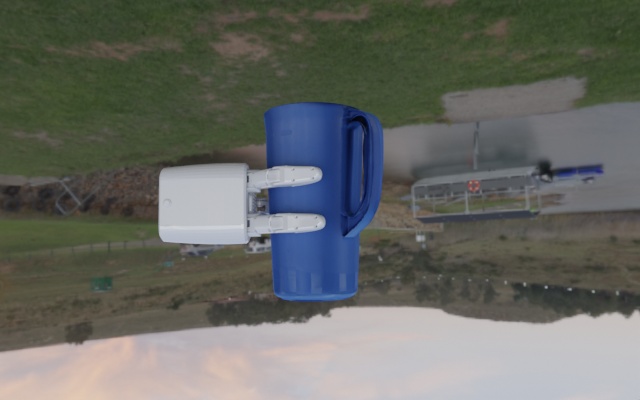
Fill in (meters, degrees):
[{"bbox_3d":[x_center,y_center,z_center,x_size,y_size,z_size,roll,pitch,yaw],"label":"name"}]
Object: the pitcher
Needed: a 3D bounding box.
[{"bbox_3d":[0.000,0.002,0.612,0.145,0.243,0.149,-1,-5,-2],"label":"pitcher"}]
